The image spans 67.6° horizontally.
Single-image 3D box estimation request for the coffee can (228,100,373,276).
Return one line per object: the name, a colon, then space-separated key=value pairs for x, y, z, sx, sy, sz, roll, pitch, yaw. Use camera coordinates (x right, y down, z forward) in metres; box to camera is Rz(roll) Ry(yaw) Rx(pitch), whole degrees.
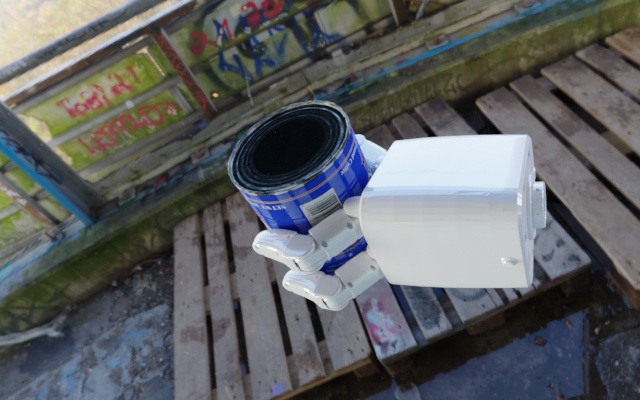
coffee can: x=0.000 y=0.001 z=0.412 sx=0.103 sy=0.102 sz=0.140 roll=0 pitch=-40 yaw=29
